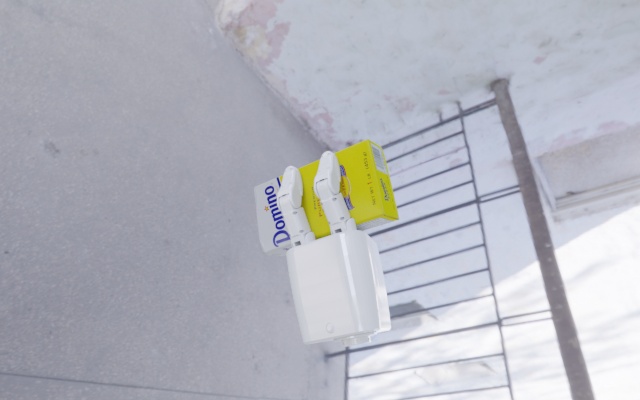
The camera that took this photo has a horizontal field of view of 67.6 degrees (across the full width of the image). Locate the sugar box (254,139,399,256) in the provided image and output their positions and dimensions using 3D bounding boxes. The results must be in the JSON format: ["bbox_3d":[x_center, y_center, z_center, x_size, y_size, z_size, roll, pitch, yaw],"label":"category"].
[{"bbox_3d":[0.000,0.002,0.576,0.176,0.093,0.048,-20,-21,28],"label":"sugar box"}]
